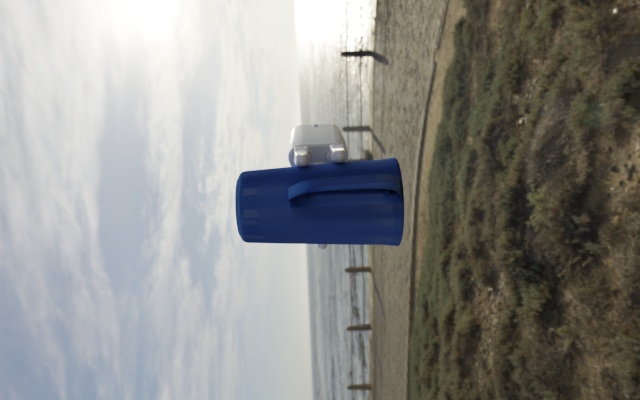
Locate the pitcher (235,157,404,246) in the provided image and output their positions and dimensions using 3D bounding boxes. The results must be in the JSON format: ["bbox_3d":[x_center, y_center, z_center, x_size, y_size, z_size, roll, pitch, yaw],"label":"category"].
[{"bbox_3d":[0.000,0.002,0.708,0.243,0.149,0.145,-2,31,-2],"label":"pitcher"}]
